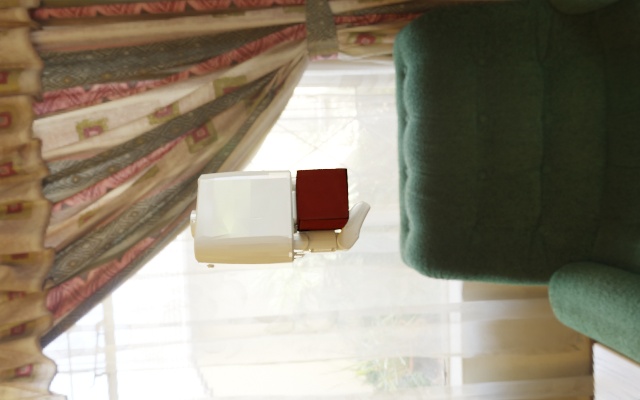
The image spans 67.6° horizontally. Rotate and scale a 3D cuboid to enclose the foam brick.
[{"bbox_3d":[0.000,0.001,0.498,0.051,0.053,0.078,-1,-13,-4],"label":"foam brick"}]
